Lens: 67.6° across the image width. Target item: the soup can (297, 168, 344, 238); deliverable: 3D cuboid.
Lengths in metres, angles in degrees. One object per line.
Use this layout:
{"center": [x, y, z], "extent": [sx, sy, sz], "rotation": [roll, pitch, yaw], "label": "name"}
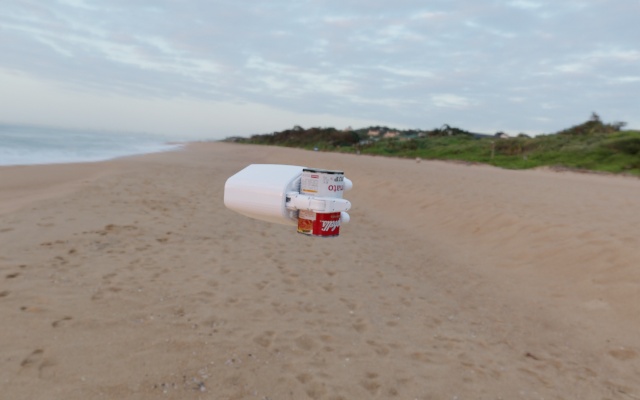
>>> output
{"center": [0.001, 0.002, 0.753], "extent": [0.068, 0.102, 0.068], "rotation": [5, 6, -1], "label": "soup can"}
